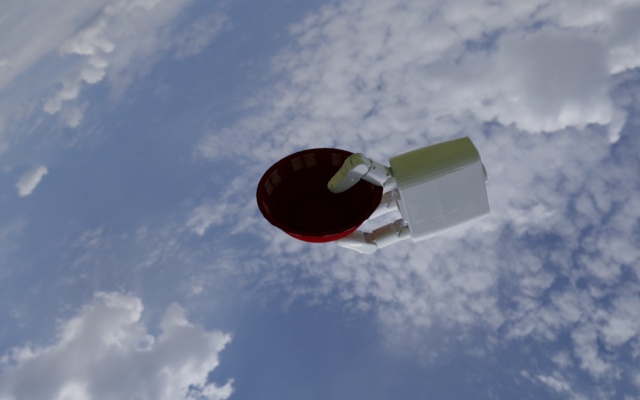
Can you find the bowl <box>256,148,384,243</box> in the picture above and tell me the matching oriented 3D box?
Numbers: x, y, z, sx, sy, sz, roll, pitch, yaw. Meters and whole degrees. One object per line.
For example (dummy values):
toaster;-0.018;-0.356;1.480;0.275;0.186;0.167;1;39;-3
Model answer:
bowl;-0.001;0.002;0.623;0.162;0.162;0.055;-3;-45;3
